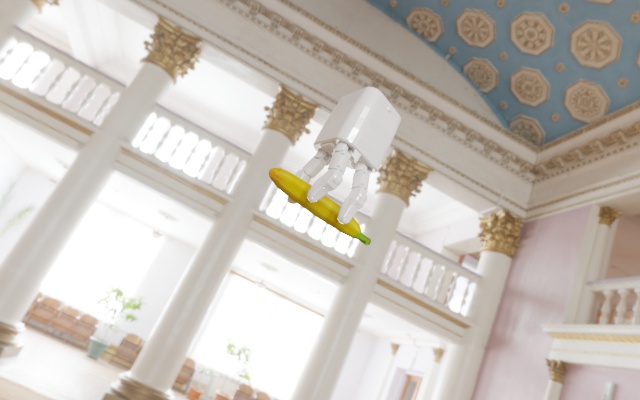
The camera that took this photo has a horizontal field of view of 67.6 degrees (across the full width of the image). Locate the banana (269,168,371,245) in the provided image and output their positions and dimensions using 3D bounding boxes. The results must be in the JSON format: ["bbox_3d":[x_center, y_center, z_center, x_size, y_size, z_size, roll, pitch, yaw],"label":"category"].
[{"bbox_3d":[-0.003,0.004,0.765,0.198,0.037,0.069,34,-10,-15],"label":"banana"}]
